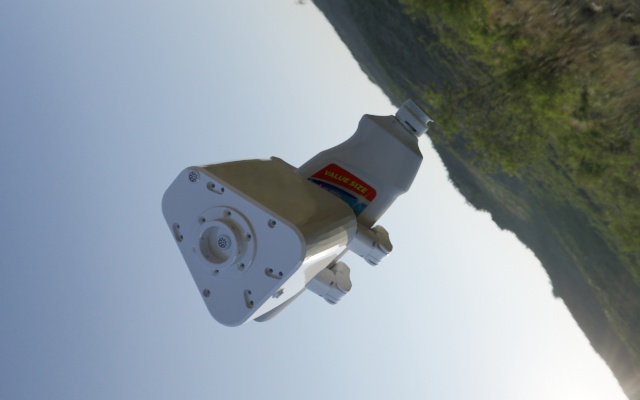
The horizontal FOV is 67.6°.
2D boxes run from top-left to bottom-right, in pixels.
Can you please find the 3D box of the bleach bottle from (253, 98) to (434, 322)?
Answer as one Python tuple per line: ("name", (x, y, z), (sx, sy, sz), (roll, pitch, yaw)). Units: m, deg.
("bleach bottle", (0.000, 0.002, 0.453), (0.251, 0.102, 0.068), (-46, -10, 18))
